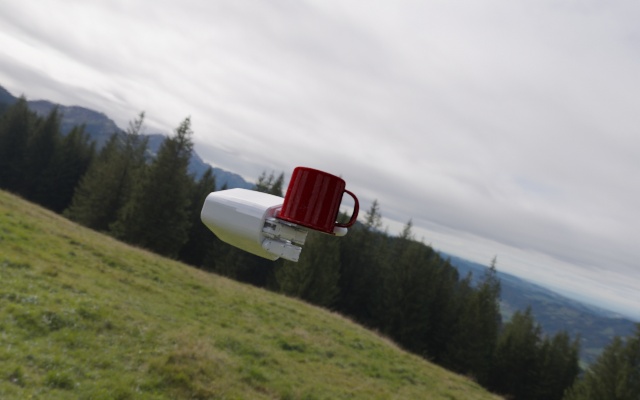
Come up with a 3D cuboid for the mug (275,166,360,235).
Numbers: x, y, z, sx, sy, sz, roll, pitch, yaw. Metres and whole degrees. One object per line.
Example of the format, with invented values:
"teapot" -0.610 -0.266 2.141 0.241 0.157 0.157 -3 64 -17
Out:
"mug" 0.001 0.002 0.698 0.117 0.081 0.093 15 -5 17
